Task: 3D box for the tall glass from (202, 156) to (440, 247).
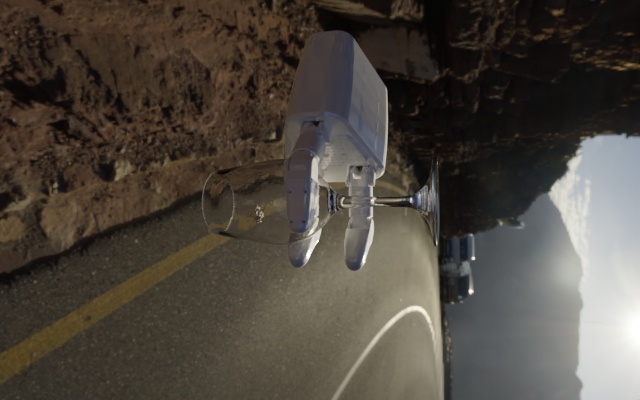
[{"bbox_3d":[0.001,0.001,0.420,0.201,0.079,0.079,-1,0,16],"label":"tall glass"}]
